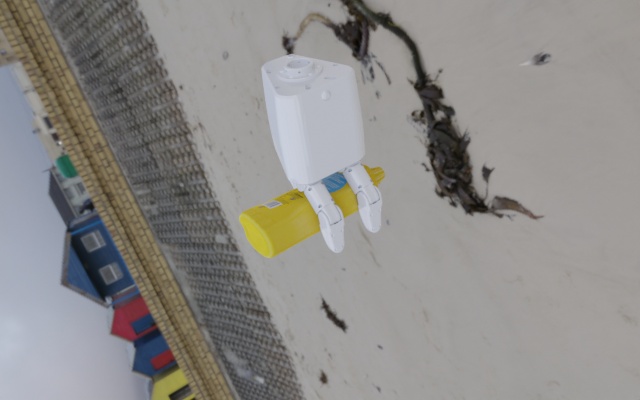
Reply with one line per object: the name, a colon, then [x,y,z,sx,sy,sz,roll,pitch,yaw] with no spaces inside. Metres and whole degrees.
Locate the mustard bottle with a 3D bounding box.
mustard bottle: [0.000,0.002,0.595,0.191,0.058,0.096,-27,17,-21]
